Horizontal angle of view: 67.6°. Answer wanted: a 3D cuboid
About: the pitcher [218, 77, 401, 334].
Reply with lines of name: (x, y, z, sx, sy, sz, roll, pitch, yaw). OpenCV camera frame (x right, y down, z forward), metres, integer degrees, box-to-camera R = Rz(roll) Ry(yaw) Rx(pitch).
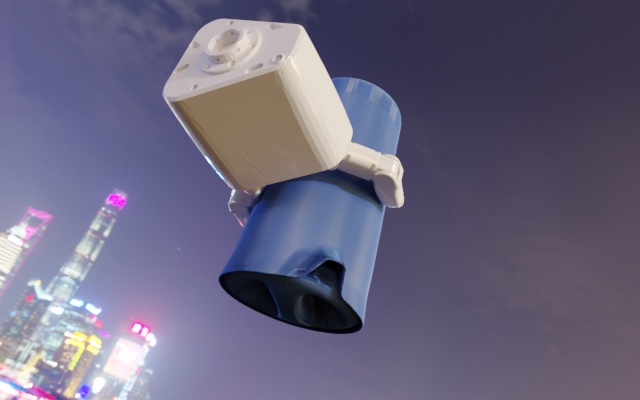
pitcher: (0.000, 0.001, 0.484, 0.149, 0.242, 0.145, 3, -33, 26)
